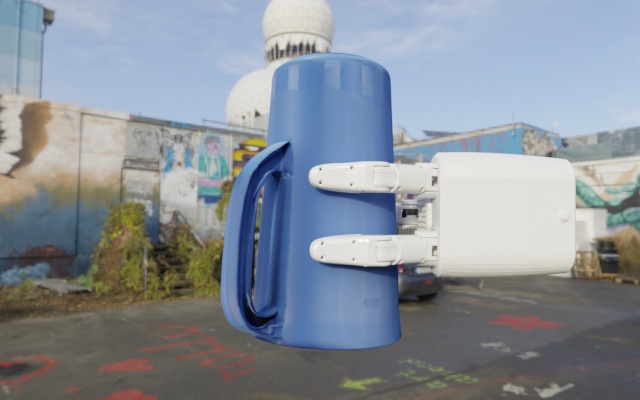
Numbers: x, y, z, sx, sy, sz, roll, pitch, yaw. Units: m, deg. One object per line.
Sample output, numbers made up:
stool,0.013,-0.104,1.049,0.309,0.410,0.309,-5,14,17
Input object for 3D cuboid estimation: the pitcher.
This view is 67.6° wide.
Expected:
pitcher,0.000,0.001,0.420,0.145,0.243,0.149,1,-4,0
